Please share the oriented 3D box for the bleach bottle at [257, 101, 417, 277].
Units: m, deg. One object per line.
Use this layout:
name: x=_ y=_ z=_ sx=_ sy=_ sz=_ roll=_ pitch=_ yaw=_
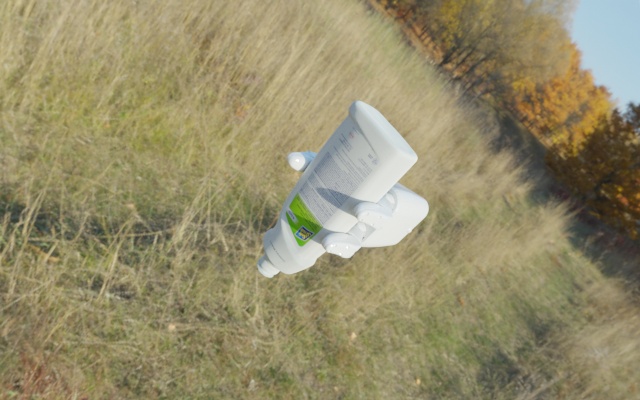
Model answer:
bleach bottle: x=0.000 y=0.002 z=0.602 sx=0.251 sy=0.102 sz=0.068 roll=-47 pitch=-28 yaw=22
